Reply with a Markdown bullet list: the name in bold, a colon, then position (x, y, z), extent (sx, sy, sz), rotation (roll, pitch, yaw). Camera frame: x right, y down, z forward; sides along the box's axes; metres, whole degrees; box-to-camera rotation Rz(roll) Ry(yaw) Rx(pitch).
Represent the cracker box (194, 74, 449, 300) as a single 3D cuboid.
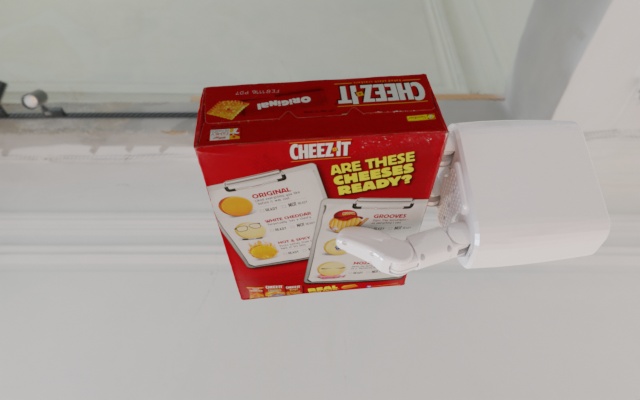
- **cracker box**: position (0.000, 0.002, 0.402), extent (0.164, 0.072, 0.214), rotation (-4, -38, -3)
